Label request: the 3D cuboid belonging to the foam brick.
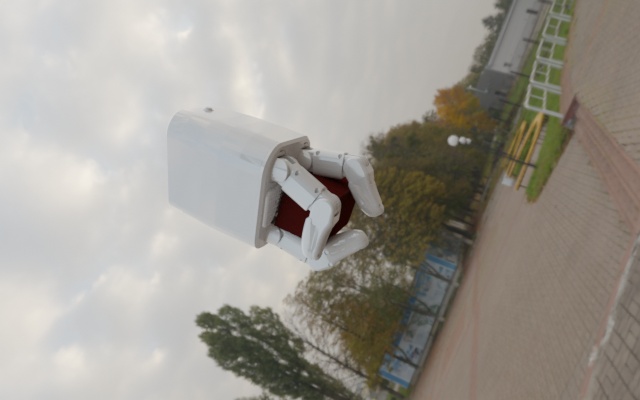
[{"bbox_3d":[0.000,0.002,0.462,0.051,0.053,0.078,24,20,14],"label":"foam brick"}]
